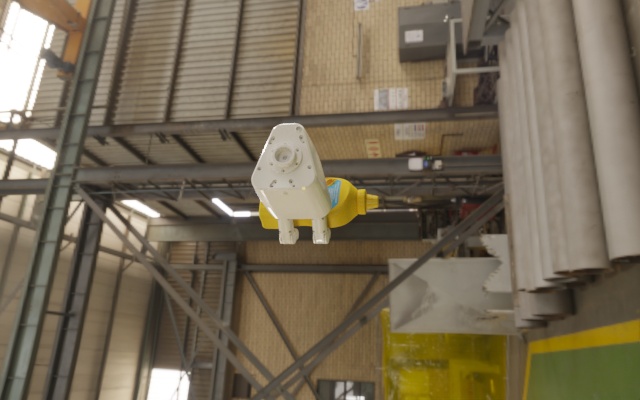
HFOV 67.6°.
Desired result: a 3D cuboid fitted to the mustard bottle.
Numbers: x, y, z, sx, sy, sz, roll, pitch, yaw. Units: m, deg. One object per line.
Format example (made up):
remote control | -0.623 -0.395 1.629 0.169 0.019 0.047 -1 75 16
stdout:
mustard bottle | 0.000 0.003 0.794 0.191 0.058 0.096 -1 42 11
